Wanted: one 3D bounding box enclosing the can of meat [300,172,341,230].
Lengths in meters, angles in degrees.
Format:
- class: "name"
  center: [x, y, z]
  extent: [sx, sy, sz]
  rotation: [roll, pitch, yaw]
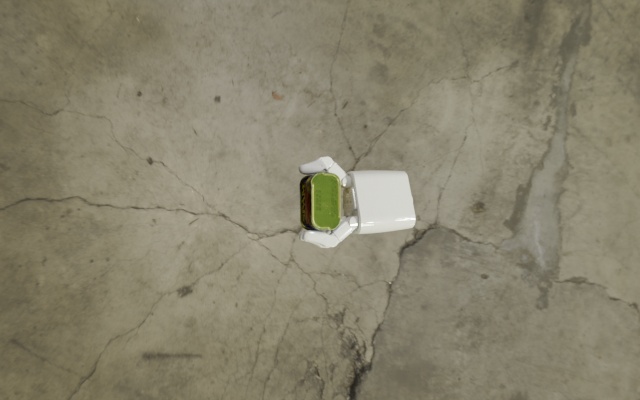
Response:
- class: "can of meat"
  center: [0.000, 0.003, 0.830]
  extent: [0.057, 0.102, 0.084]
  rotation: [0, -2, -14]
